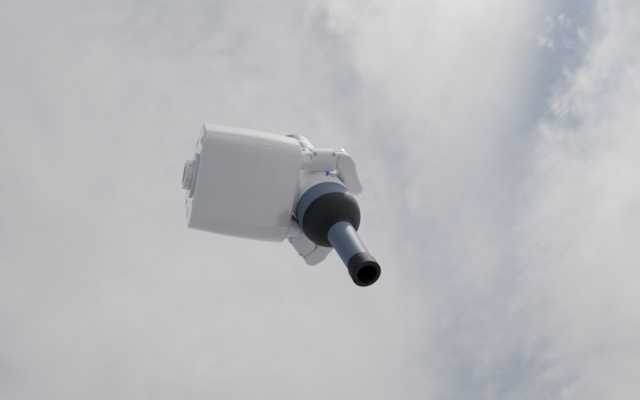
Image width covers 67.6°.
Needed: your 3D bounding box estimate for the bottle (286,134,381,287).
[{"bbox_3d":[0.000,0.002,0.544,0.069,0.069,0.295,0,25,-18],"label":"bottle"}]
